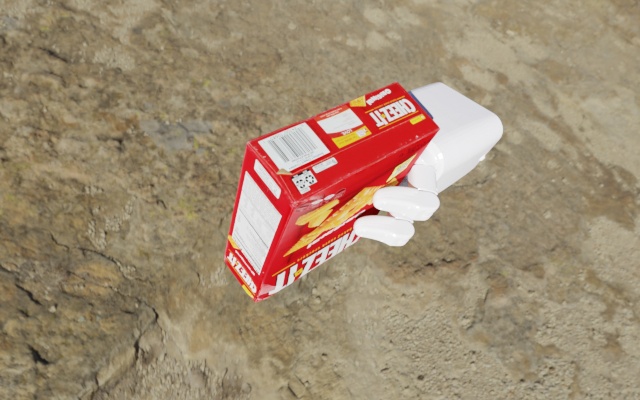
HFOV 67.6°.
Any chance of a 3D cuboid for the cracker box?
[{"bbox_3d":[0.000,0.001,0.470,0.164,0.072,0.214,-28,-20,-29],"label":"cracker box"}]
